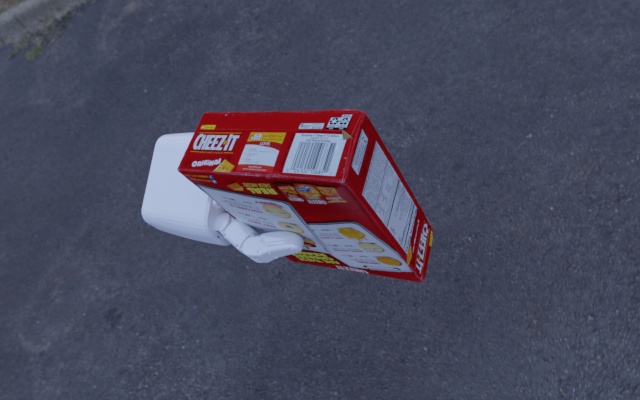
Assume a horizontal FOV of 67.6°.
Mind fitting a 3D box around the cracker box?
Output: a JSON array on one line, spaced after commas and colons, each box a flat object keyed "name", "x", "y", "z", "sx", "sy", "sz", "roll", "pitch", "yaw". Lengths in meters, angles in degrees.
[{"name": "cracker box", "x": 0.000, "y": 0.002, "z": 0.456, "sx": 0.164, "sy": 0.072, "sz": 0.214, "roll": 5, "pitch": -25, "yaw": 31}]
